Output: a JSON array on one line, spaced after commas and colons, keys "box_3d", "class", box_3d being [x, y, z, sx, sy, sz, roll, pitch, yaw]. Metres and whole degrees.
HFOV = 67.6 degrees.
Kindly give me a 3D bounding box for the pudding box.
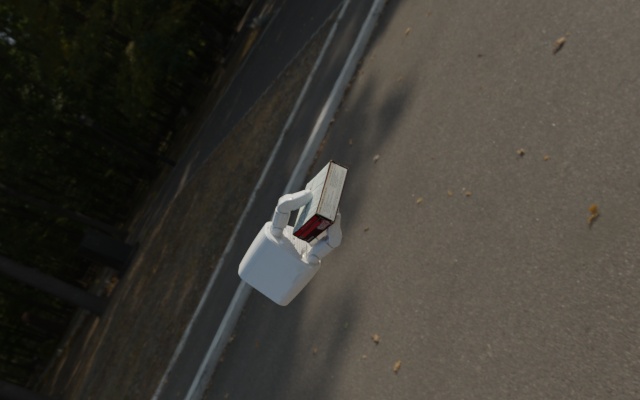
[{"box_3d": [0.000, 0.003, 0.780, 0.039, 0.113, 0.090, 26, -35, -17], "class": "pudding box"}]
